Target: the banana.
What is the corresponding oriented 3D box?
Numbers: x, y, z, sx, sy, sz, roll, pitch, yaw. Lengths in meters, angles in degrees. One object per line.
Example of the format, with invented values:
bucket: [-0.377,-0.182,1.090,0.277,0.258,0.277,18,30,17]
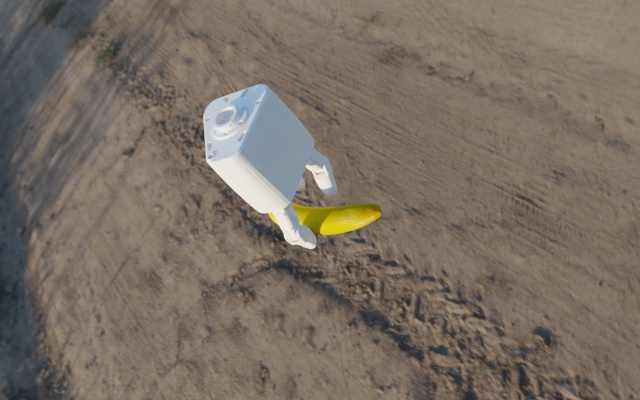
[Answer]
banana: [-0.011,0.016,0.662,0.198,0.069,0.037,13,-28,38]
